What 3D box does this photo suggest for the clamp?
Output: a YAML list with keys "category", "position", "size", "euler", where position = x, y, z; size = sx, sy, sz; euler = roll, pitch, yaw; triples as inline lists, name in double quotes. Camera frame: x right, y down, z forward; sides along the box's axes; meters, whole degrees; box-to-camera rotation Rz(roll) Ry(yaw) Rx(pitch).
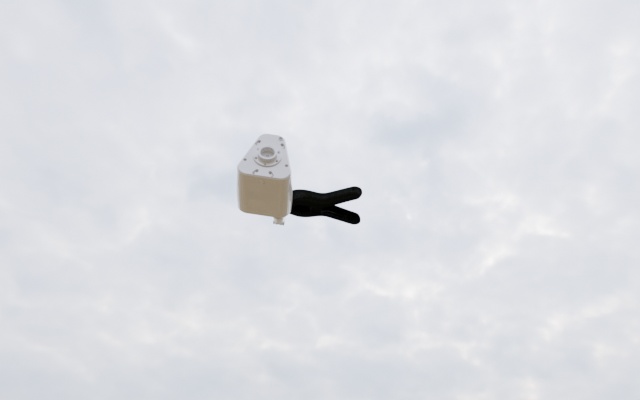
- category: "clamp"
  position: [0.000, 0.002, 0.900]
  size: [0.171, 0.039, 0.120]
  euler: [5, -36, -4]
